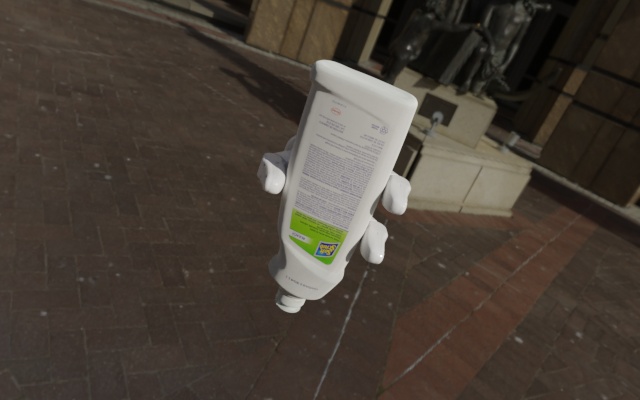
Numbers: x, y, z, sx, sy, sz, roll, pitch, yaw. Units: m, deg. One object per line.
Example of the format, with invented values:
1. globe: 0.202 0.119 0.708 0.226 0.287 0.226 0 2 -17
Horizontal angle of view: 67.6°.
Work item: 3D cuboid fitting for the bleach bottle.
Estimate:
1. bleach bottle: 0.000 0.002 0.468 0.102 0.251 0.068 25 23 7
